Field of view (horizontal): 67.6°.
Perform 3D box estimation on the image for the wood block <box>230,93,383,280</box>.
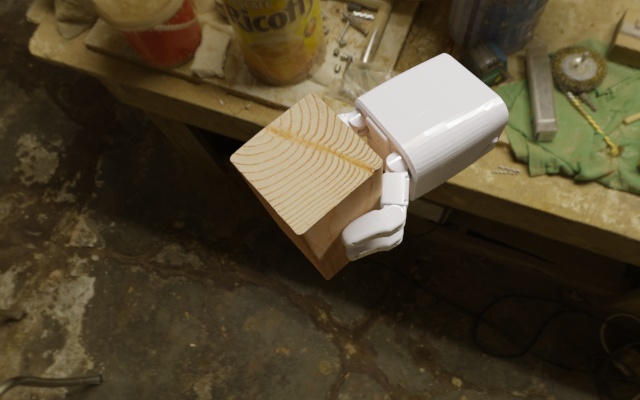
[{"bbox_3d":[0.000,0.001,0.468,0.090,0.090,0.206,-40,-19,-7],"label":"wood block"}]
